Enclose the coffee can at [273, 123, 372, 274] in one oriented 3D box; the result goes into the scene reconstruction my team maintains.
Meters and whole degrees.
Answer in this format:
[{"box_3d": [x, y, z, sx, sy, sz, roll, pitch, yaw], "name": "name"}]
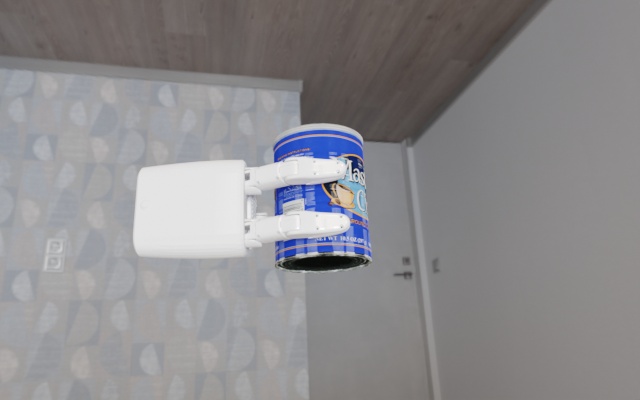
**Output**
[{"box_3d": [0.000, 0.002, 0.522, 0.103, 0.140, 0.103, -3, -18, -1], "name": "coffee can"}]
